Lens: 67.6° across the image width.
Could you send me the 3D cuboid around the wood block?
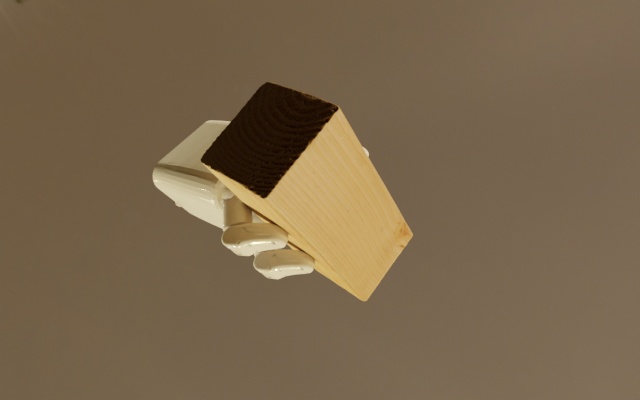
[{"bbox_3d":[0.000,0.001,0.442,0.090,0.091,0.206,28,-15,38],"label":"wood block"}]
